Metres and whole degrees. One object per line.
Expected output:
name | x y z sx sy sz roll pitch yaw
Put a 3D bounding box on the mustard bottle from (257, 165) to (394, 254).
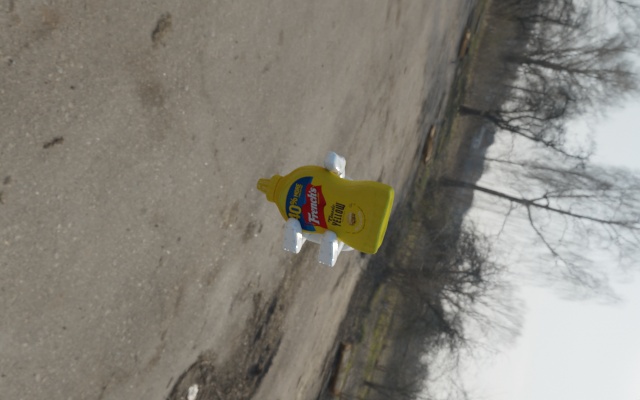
mustard bottle | 0.000 0.002 0.669 0.191 0.096 0.058 17 23 15
